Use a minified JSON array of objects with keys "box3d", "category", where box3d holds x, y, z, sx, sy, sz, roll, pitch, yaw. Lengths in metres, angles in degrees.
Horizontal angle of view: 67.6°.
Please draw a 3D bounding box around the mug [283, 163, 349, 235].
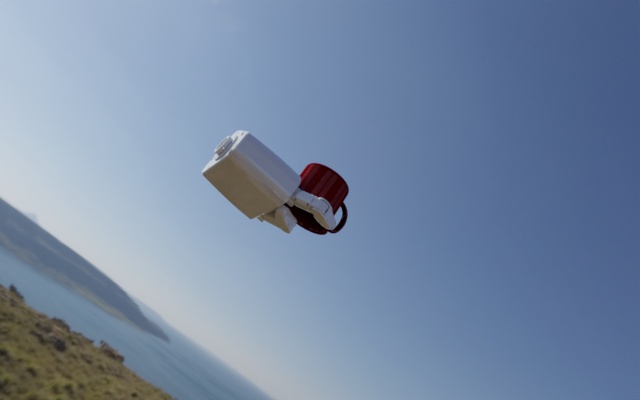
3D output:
[{"box3d":[0.001,0.003,0.759,0.117,0.081,0.093,43,-22,-22],"category":"mug"}]
